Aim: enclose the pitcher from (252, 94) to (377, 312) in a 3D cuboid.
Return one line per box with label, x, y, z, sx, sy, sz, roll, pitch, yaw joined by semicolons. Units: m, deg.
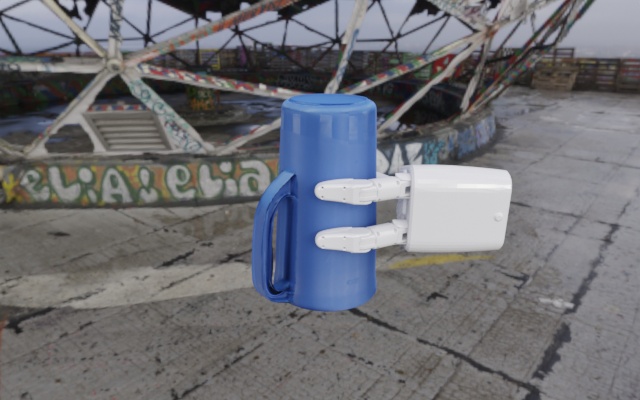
pitcher;0.000;0.002;0.569;0.145;0.243;0.149;2;19;4
